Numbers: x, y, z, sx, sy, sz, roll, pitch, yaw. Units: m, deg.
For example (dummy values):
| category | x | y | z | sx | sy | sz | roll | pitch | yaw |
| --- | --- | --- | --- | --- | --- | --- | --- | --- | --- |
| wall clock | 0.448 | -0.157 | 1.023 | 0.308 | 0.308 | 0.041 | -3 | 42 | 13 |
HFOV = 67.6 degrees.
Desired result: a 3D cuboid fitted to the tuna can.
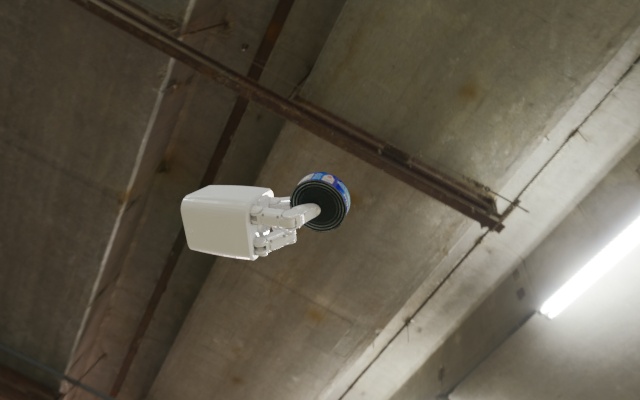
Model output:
| category | x | y | z | sx | sy | sz | roll | pitch | yaw |
| --- | --- | --- | --- | --- | --- | --- | --- | --- | --- |
| tuna can | 0.000 | 0.002 | 0.702 | 0.086 | 0.086 | 0.033 | 0 | 27 | 19 |
